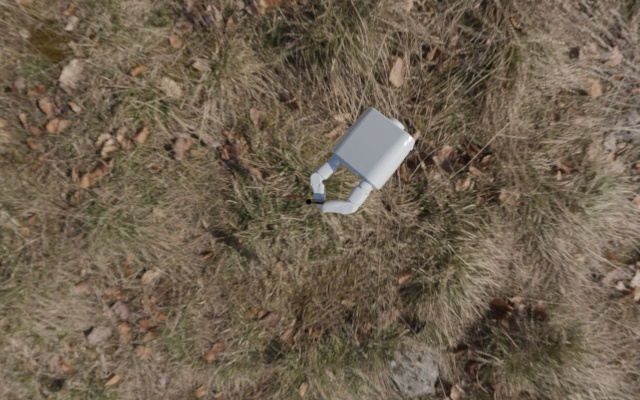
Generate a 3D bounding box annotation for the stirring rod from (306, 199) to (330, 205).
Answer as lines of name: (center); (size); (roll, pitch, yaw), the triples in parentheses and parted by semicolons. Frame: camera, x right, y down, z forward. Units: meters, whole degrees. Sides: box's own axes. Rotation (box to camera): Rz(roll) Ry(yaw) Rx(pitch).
stirring rod: (0.000, 0.003, 0.809); (0.011, 0.011, 0.239); (0, 0, 8)
